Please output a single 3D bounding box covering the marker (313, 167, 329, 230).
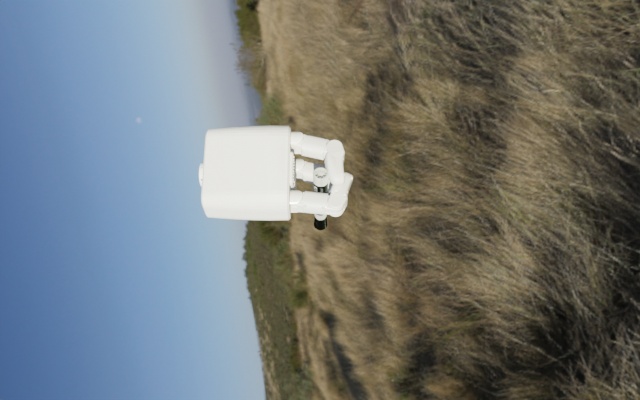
[{"bbox_3d":[0.000,0.002,0.614,0.020,0.020,0.121,0,-35,0],"label":"marker"}]
